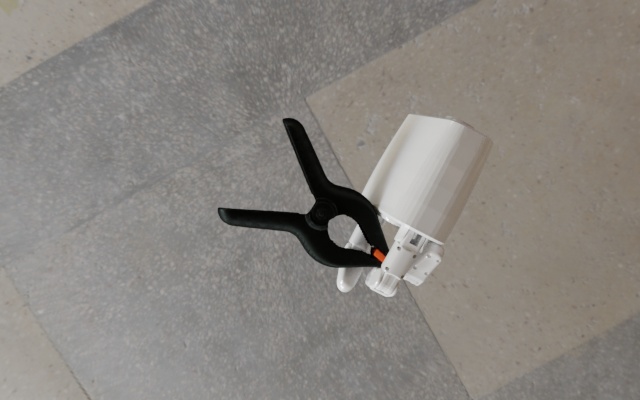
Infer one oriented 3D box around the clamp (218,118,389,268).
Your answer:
[{"bbox_3d":[0.000,0.002,0.466,0.171,0.120,0.039,27,4,-6],"label":"clamp"}]
